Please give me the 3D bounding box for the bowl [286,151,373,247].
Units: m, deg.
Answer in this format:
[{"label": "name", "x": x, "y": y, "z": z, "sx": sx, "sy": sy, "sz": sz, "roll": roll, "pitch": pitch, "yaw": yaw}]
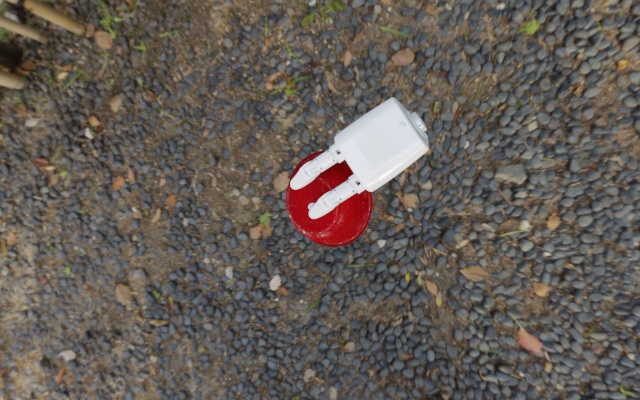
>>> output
[{"label": "bowl", "x": -0.001, "y": 0.004, "z": 0.768, "sx": 0.162, "sy": 0.162, "sz": 0.055, "roll": 0, "pitch": 9, "yaw": 31}]
